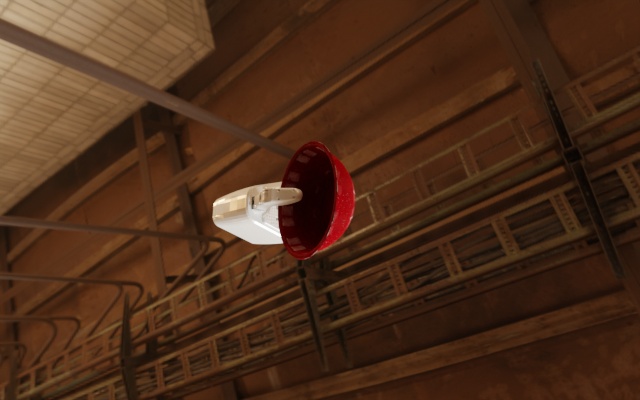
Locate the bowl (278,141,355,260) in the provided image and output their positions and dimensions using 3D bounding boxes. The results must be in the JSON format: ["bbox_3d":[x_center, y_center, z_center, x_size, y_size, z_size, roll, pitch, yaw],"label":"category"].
[{"bbox_3d":[0.001,0.002,0.660,0.055,0.162,0.162,8,-4,-30],"label":"bowl"}]
